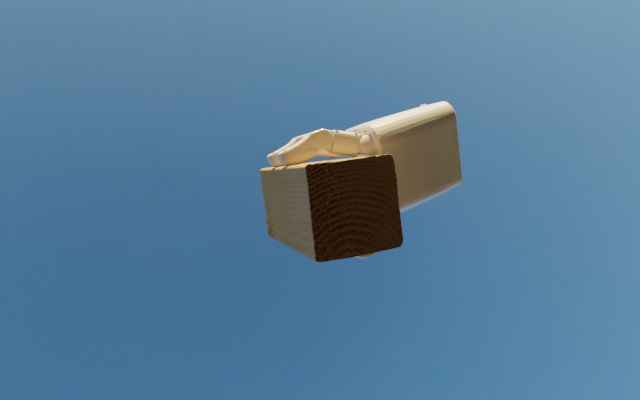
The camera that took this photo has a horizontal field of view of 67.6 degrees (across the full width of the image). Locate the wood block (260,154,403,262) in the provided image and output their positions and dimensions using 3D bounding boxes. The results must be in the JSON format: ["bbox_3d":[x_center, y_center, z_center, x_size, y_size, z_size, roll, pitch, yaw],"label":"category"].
[{"bbox_3d":[0.000,0.002,0.531,0.090,0.091,0.206,-9,5,-17],"label":"wood block"}]
